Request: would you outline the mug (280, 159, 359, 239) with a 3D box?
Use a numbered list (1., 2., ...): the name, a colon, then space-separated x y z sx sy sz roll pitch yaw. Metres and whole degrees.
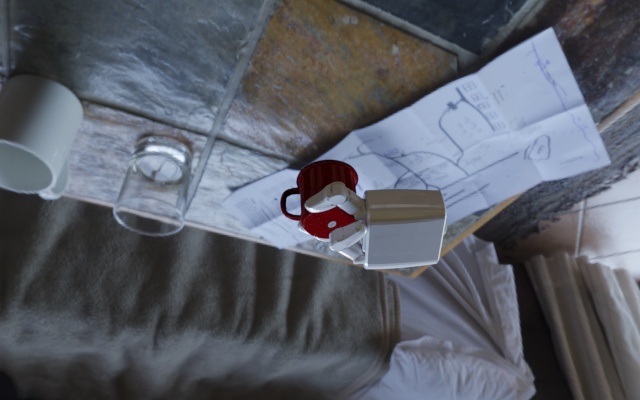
1. mug: -0.001 0.002 0.687 0.117 0.081 0.093 -3 -38 0
